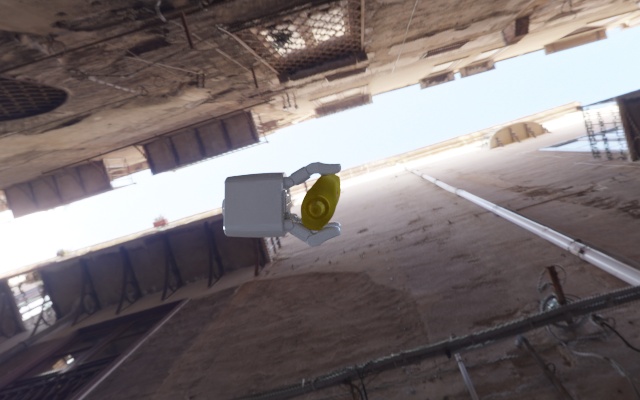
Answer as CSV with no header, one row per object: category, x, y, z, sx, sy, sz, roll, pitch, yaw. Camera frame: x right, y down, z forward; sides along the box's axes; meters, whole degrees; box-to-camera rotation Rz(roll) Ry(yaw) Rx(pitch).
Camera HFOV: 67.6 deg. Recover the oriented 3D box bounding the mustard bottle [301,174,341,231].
mustard bottle,0.000,0.003,0.841,0.058,0.096,0.191,23,8,2
